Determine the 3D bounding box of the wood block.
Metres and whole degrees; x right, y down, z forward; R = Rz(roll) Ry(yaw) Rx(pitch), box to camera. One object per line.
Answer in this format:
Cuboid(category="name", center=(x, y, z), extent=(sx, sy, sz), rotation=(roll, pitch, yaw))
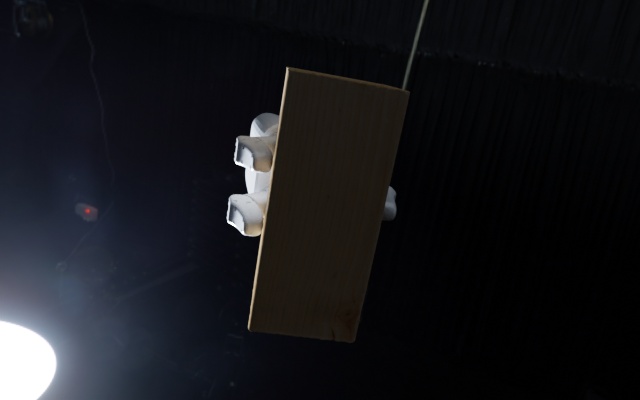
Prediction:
Cuboid(category="wood block", center=(0.000, 0.001, 0.401), extent=(0.091, 0.206, 0.090), rotation=(8, 16, -7))
